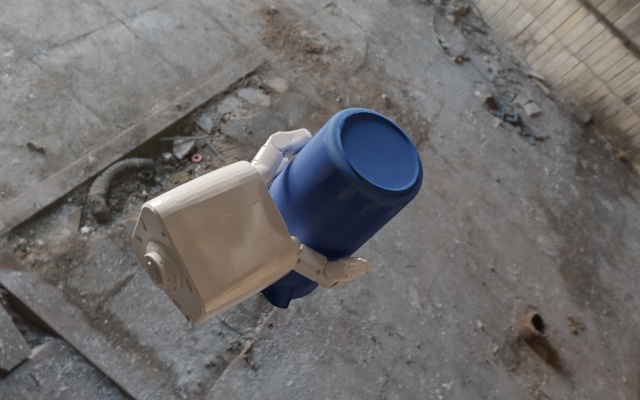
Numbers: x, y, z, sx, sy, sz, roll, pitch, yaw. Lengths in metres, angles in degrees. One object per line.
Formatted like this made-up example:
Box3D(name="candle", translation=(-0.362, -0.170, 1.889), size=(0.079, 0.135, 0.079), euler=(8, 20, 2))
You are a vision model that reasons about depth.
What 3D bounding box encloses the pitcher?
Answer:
Box3D(name="pitcher", translation=(0.000, 0.002, 0.534), size=(0.145, 0.149, 0.243), euler=(-29, -11, -40))
